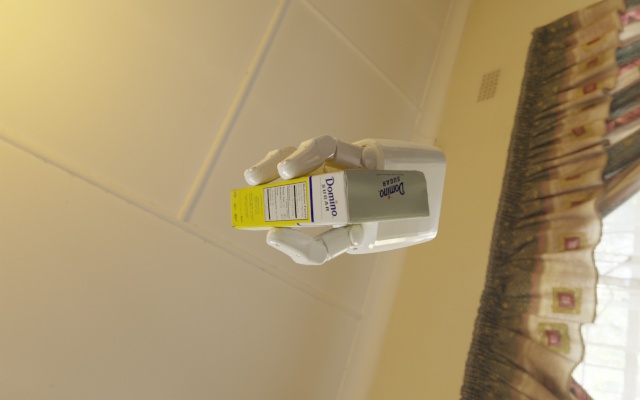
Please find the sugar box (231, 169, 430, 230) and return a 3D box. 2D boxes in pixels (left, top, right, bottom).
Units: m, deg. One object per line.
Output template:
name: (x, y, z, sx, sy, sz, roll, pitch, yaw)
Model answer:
sugar box: (0.000, 0.001, 0.433, 0.093, 0.048, 0.176, -2, -5, -39)
